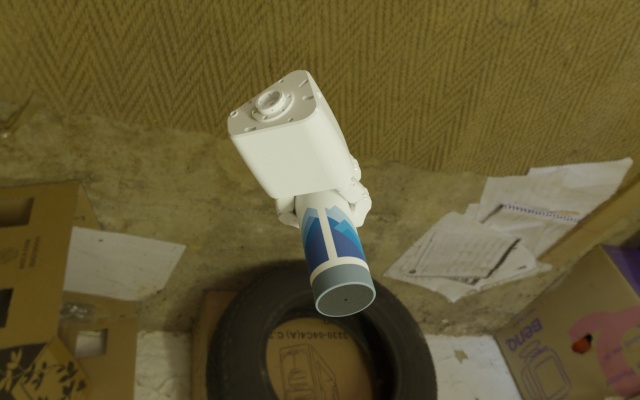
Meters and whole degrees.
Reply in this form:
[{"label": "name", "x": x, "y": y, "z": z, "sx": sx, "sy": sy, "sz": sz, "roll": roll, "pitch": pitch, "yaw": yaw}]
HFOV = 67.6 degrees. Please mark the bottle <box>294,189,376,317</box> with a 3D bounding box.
[{"label": "bottle", "x": 0.000, "y": 0.002, "z": 0.610, "sx": 0.069, "sy": 0.295, "sz": 0.069, "roll": -8, "pitch": -43, "yaw": -7}]
